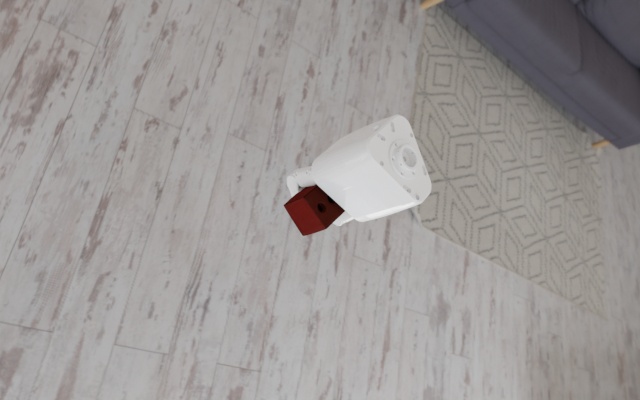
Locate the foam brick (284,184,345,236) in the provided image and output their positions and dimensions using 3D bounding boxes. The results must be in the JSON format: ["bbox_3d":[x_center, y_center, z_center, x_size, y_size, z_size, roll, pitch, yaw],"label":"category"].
[{"bbox_3d":[0.000,0.002,0.647,0.051,0.053,0.078,-19,19,51],"label":"foam brick"}]
